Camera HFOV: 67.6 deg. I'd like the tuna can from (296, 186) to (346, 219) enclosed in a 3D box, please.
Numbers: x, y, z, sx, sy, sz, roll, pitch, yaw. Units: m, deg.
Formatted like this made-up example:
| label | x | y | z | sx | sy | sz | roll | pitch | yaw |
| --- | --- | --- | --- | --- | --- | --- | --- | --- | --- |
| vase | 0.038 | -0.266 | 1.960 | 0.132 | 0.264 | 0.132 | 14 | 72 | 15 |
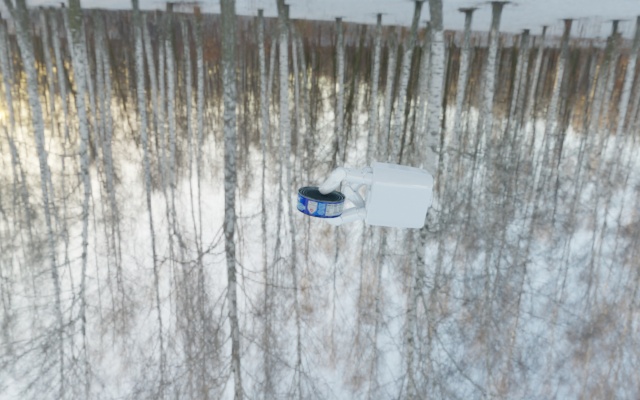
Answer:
| label | x | y | z | sx | sy | sz | roll | pitch | yaw |
| --- | --- | --- | --- | --- | --- | --- | --- | --- | --- |
| tuna can | 0.000 | 0.003 | 0.857 | 0.086 | 0.034 | 0.086 | 8 | 17 | -3 |
